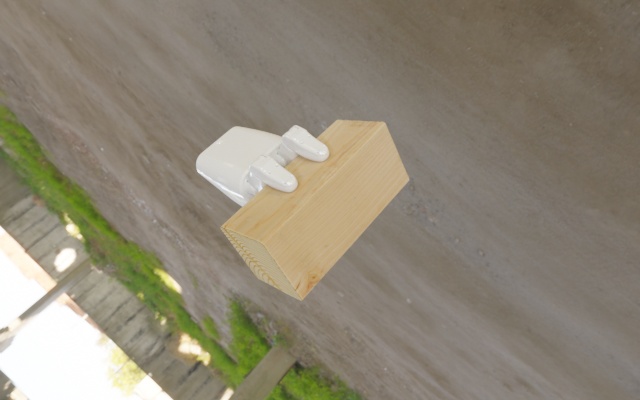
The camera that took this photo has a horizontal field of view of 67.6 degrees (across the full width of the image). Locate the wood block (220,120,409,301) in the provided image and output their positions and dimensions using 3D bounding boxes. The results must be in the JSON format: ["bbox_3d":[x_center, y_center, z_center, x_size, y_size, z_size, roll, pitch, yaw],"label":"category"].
[{"bbox_3d":[0.000,0.002,0.561,0.090,0.091,0.206,14,52,48],"label":"wood block"}]
